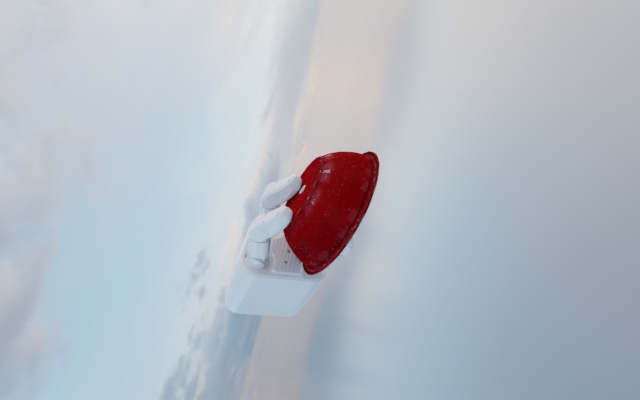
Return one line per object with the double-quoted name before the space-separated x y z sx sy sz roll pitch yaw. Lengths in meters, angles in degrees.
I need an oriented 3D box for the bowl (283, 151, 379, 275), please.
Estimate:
"bowl" 0.000 0.001 0.553 0.055 0.162 0.162 29 -8 -15
